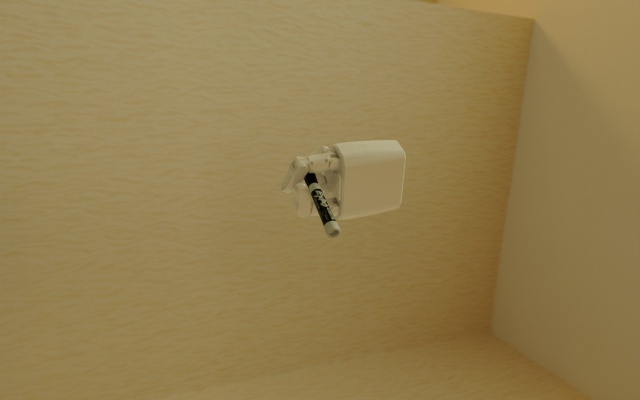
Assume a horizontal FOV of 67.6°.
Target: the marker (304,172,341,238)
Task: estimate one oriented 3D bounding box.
[{"bbox_3d":[0.000,0.002,0.669,0.020,0.020,0.121,0,44,-24],"label":"marker"}]
